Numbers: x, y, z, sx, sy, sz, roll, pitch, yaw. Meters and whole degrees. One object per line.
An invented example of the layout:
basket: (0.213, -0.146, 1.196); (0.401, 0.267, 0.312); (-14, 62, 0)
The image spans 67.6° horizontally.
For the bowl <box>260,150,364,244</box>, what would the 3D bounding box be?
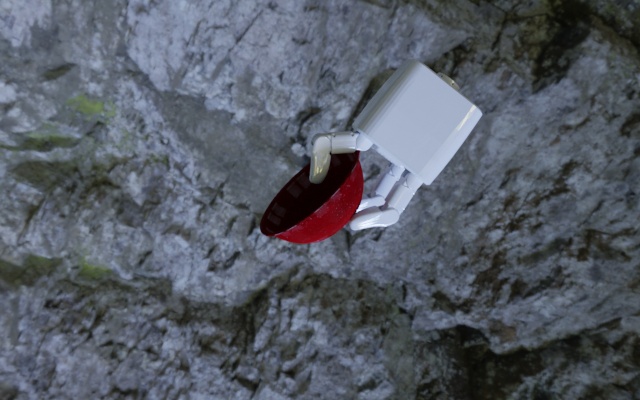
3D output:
bowl: (-0.001, 0.003, 0.607); (0.055, 0.162, 0.162); (48, -21, -20)
